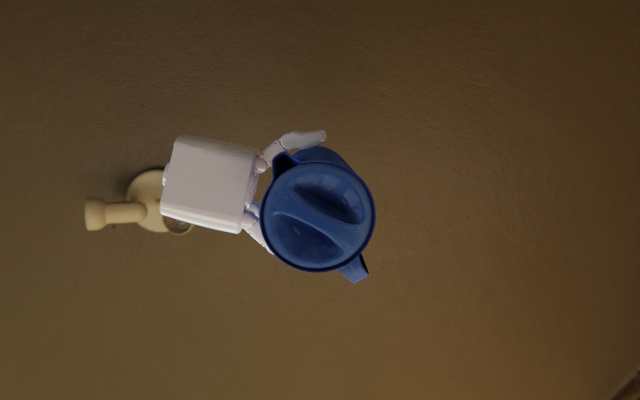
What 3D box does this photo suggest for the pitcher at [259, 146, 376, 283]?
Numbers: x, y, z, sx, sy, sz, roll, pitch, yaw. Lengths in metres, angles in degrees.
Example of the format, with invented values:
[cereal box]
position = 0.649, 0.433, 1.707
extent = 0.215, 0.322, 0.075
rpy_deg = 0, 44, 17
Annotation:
[pitcher]
position = 0.000, 0.002, 0.653
extent = 0.145, 0.149, 0.242
rpy_deg = 11, 13, -3
